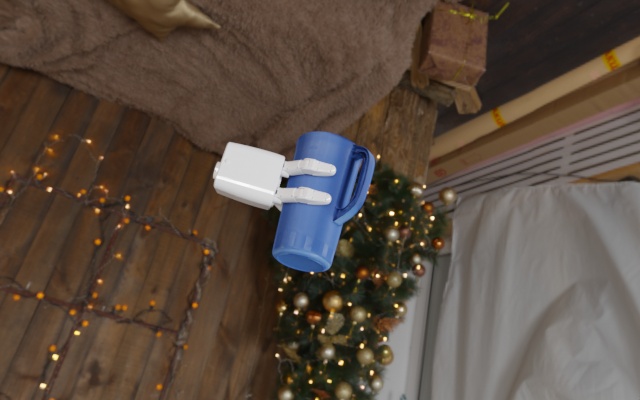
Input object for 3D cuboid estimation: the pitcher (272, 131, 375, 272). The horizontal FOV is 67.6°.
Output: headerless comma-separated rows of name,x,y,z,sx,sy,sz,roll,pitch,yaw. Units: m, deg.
pitcher,0.000,0.003,0.881,0.145,0.242,0.149,17,-24,-6
